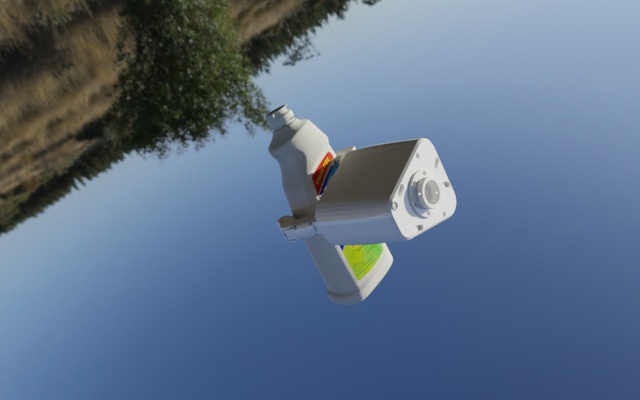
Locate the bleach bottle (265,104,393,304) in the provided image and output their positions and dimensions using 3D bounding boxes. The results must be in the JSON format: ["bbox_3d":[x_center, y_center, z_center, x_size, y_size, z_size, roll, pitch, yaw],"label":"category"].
[{"bbox_3d":[0.000,0.002,0.598,0.068,0.251,0.102,-7,28,48],"label":"bleach bottle"}]
